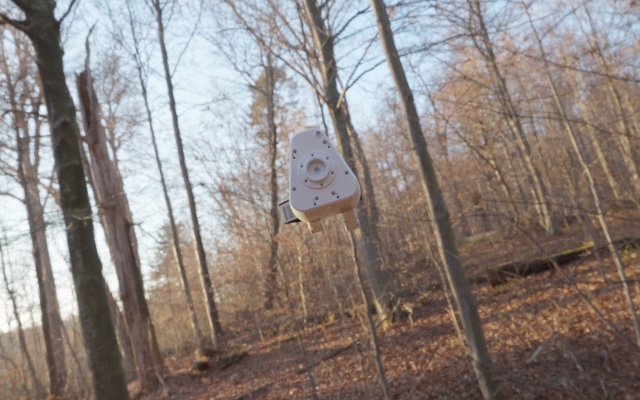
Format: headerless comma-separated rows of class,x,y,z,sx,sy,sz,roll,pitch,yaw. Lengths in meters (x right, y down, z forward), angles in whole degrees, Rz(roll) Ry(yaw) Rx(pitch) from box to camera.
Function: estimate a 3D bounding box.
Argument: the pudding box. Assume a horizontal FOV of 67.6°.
pudding box,0.000,0.002,0.787,0.113,0.039,0.090,-21,-9,28
